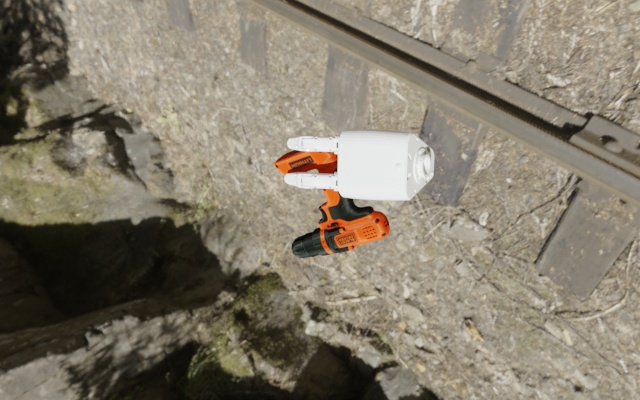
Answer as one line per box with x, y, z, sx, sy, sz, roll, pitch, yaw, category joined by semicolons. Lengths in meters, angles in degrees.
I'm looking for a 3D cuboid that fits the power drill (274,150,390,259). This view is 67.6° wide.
0.000;0.002;0.786;0.184;0.188;0.057;-19;18;27;power drill
